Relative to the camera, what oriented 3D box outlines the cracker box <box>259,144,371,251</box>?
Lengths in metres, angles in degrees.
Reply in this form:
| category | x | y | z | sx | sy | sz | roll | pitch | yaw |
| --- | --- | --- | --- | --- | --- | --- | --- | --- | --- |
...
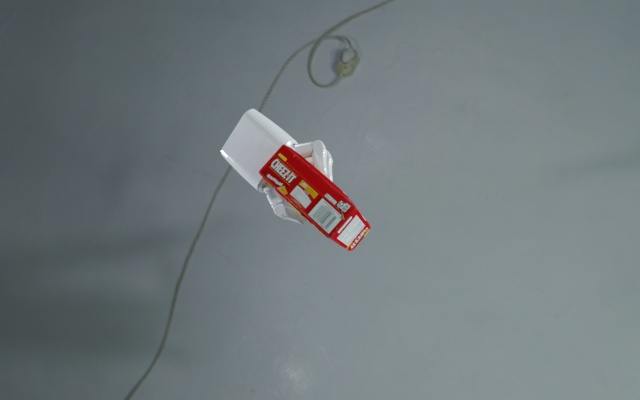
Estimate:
| category | x | y | z | sx | sy | sz | roll | pitch | yaw |
| --- | --- | --- | --- | --- | --- | --- | --- | --- | --- |
| cracker box | 0.000 | 0.003 | 0.837 | 0.164 | 0.072 | 0.214 | 42 | 0 | 16 |
